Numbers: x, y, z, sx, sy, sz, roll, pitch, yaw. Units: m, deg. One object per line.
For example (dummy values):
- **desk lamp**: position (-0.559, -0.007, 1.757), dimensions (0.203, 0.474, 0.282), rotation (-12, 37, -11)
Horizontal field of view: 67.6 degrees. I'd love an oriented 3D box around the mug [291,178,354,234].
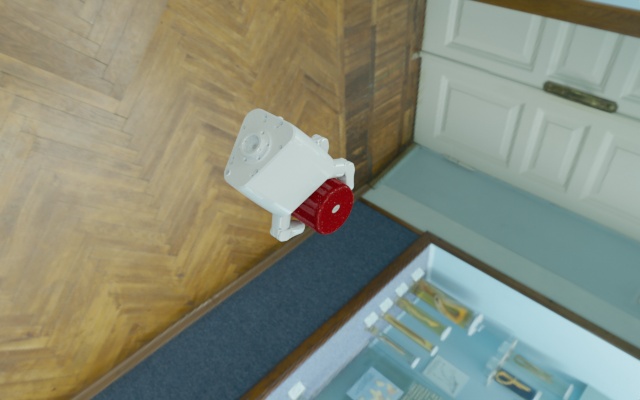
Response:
- **mug**: position (0.001, 0.003, 0.724), dimensions (0.081, 0.093, 0.117), rotation (31, -3, 34)
